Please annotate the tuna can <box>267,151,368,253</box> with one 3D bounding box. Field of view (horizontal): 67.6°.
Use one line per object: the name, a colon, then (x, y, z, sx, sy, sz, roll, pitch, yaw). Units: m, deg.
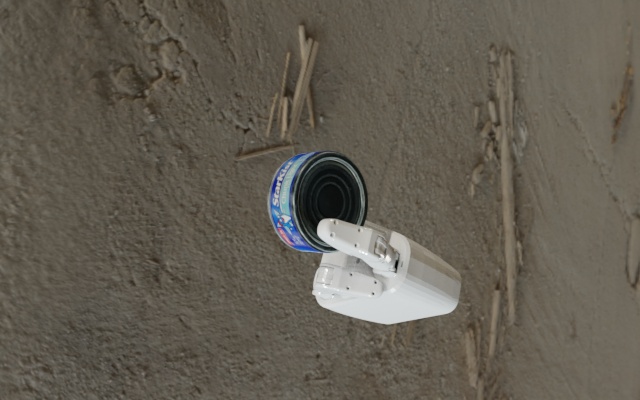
tuna can: (0.000, 0.001, 0.401, 0.086, 0.086, 0.034, 0, 0, -40)
